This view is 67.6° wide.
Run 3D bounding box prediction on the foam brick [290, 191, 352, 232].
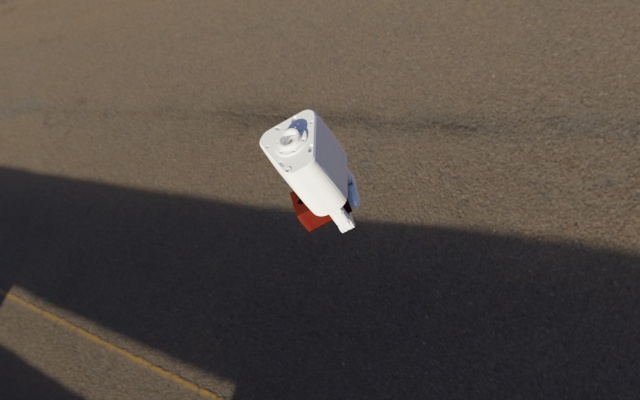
[{"bbox_3d":[0.000,0.003,0.745,0.078,0.053,0.051,-28,-40,10],"label":"foam brick"}]
